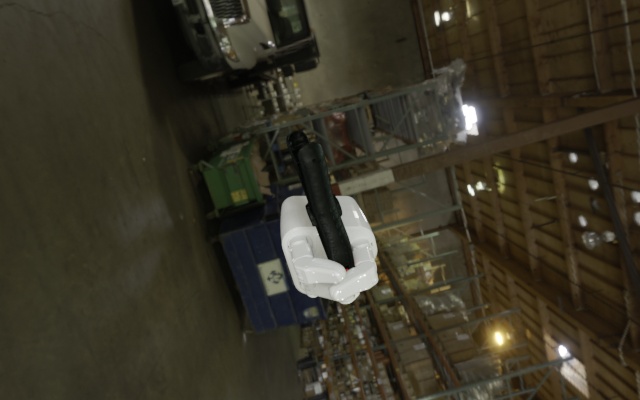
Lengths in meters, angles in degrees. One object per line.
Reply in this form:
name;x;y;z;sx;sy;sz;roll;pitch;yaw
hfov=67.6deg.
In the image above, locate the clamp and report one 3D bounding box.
clamp;0.001;0.002;0.524;0.039;0.171;0.120;-15;25;-1
